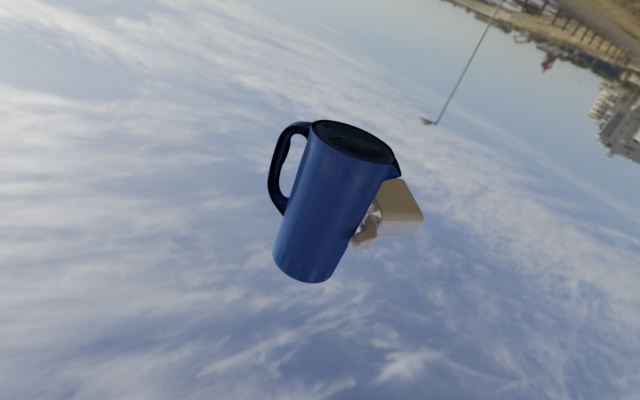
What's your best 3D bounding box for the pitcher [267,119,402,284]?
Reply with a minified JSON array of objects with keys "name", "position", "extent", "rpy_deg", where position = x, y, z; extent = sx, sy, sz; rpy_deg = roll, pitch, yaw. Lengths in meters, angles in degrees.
[{"name":"pitcher","position":[0.000,0.002,0.743],"extent":[0.145,0.243,0.149],"rpy_deg":[1,34,-37]}]
